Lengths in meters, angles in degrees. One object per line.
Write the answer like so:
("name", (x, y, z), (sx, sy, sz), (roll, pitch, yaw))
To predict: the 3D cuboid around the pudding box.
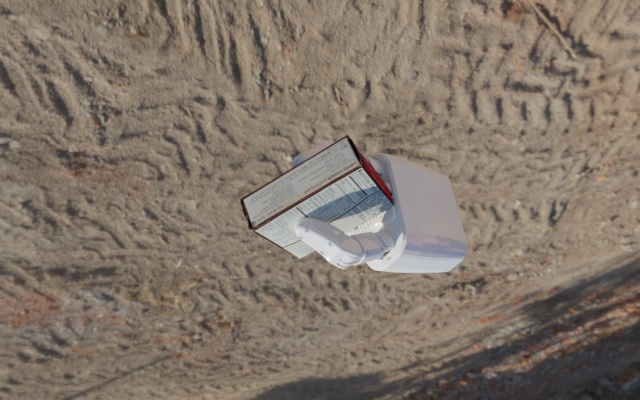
("pudding box", (0.000, 0.002, 0.428), (0.113, 0.039, 0.090), (-32, -33, 11))
